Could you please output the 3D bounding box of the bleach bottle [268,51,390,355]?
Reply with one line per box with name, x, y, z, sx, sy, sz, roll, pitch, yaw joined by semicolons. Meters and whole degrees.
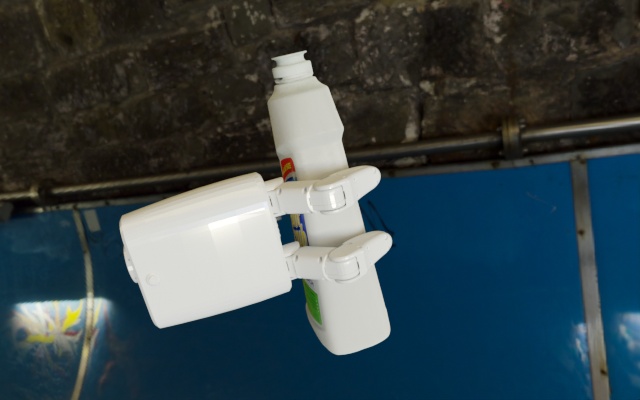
bleach bottle;0.000;0.001;0.416;0.068;0.251;0.102;-16;18;-11
